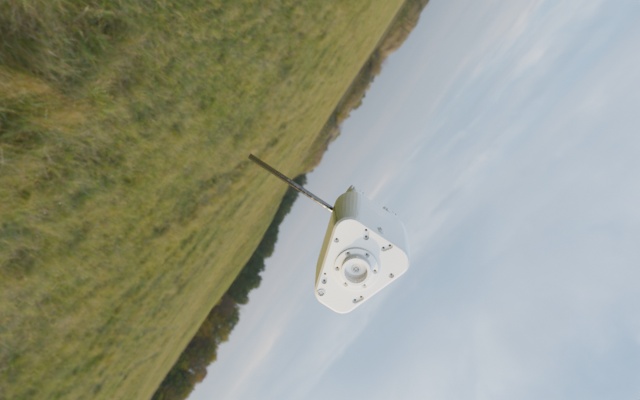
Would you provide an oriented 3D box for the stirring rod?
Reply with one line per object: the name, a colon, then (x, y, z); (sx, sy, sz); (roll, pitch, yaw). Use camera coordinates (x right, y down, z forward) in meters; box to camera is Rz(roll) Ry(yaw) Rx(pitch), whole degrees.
stirring rod: (0.000, 0.002, 0.682); (0.239, 0.011, 0.011); (33, -3, -4)
